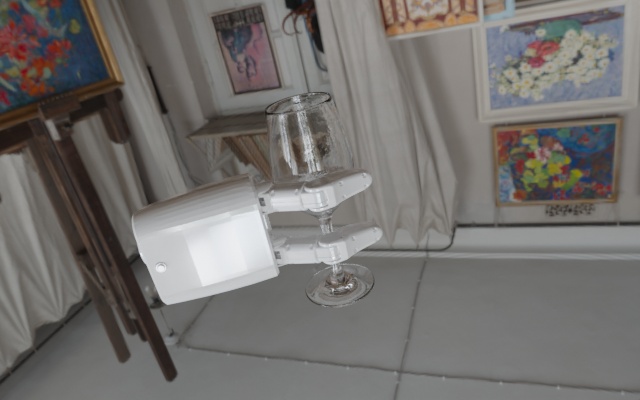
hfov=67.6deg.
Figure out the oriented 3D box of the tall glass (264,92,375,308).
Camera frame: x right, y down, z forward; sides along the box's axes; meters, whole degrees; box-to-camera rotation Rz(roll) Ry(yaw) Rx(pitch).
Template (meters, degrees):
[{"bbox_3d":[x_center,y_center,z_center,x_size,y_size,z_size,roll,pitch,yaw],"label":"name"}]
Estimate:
[{"bbox_3d":[0.000,0.002,0.464,0.079,0.201,0.079,-10,25,5],"label":"tall glass"}]
